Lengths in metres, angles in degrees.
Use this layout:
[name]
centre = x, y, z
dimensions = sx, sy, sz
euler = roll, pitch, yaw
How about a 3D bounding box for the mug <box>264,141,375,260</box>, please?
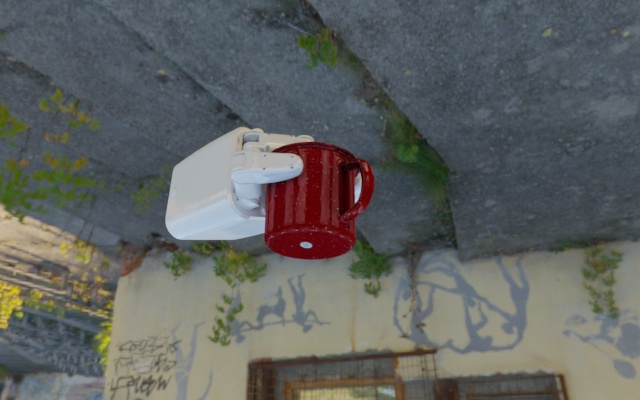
[mug]
centre = 0.001, 0.001, 0.431
dimensions = 0.117, 0.081, 0.093
euler = -20, -32, 36
